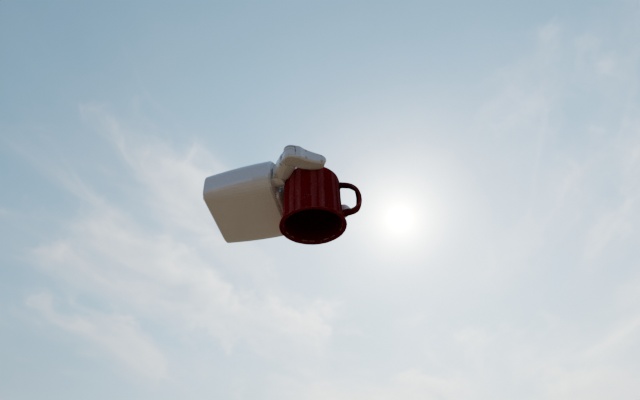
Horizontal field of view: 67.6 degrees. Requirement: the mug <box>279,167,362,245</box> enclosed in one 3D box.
[{"bbox_3d":[0.001,0.002,0.672,0.117,0.081,0.093,-10,-38,10],"label":"mug"}]
